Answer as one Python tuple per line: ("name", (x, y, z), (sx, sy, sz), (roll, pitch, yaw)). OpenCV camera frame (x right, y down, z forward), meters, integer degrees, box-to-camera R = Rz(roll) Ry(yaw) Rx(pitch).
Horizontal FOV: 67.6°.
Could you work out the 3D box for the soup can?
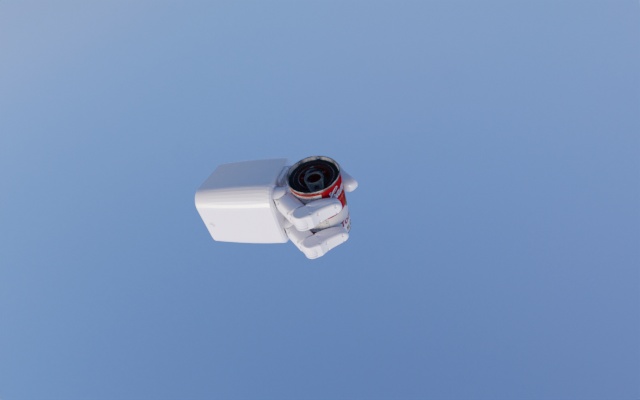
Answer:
("soup can", (0.001, 0.002, 0.623), (0.068, 0.068, 0.102), (0, -44, 16))
